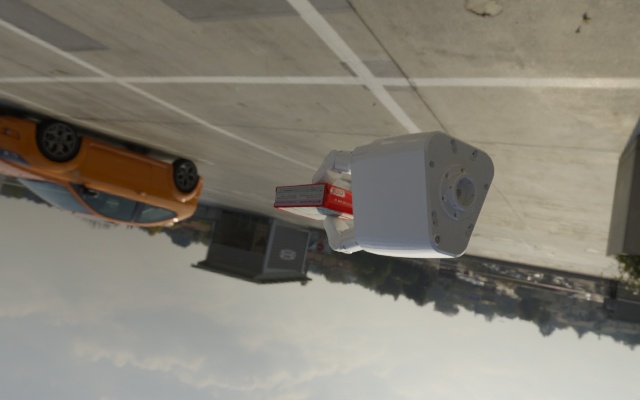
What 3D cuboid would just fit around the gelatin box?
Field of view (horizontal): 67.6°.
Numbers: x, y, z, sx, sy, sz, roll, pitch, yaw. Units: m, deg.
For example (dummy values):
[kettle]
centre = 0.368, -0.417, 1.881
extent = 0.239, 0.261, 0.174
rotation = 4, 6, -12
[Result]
[gelatin box]
centre = 0.000, 0.002, 0.574
extent = 0.089, 0.030, 0.073
rotation = -3, -15, 45
